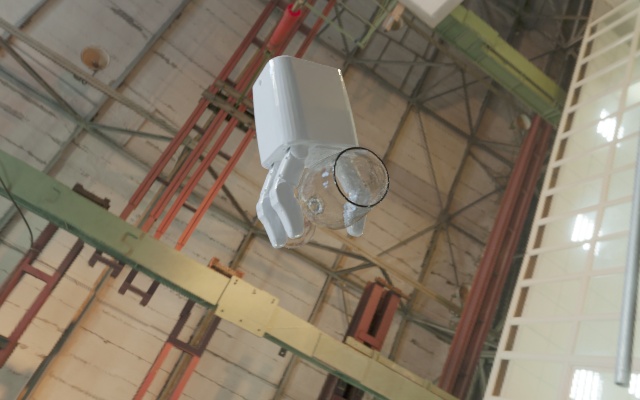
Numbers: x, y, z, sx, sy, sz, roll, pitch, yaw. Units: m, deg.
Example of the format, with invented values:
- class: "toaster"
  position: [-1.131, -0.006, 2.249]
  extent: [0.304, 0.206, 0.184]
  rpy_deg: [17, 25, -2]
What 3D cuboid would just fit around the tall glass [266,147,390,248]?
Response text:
- class: "tall glass"
  position: [0.000, 0.002, 0.547]
  extent: [0.079, 0.079, 0.201]
  rpy_deg: [0, -14, -25]
